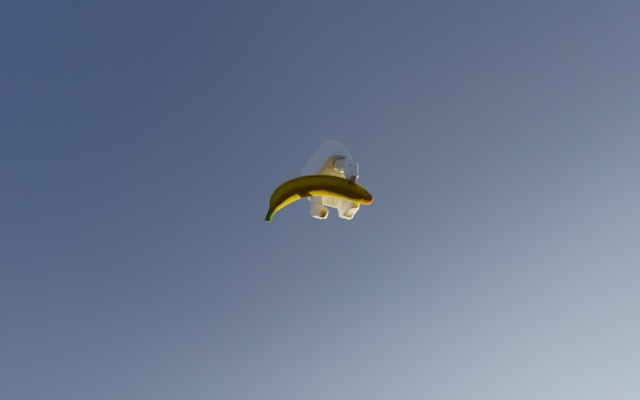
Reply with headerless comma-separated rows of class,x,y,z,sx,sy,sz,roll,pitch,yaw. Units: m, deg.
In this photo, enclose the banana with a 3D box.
banana,-0.005,-0.014,0.846,0.198,0.070,0.037,-9,25,-6
